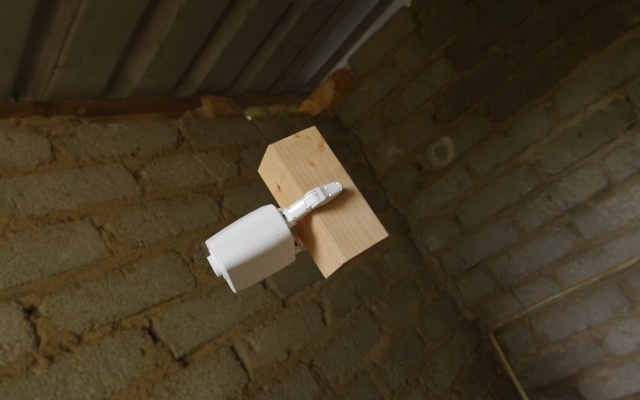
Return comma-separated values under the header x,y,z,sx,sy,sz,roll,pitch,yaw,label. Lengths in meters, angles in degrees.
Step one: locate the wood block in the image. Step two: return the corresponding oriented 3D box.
x,y,z,sx,sy,sz,roll,pitch,yaw,label
0.000,0.002,0.740,0.090,0.206,0.091,-27,-12,-28,wood block
